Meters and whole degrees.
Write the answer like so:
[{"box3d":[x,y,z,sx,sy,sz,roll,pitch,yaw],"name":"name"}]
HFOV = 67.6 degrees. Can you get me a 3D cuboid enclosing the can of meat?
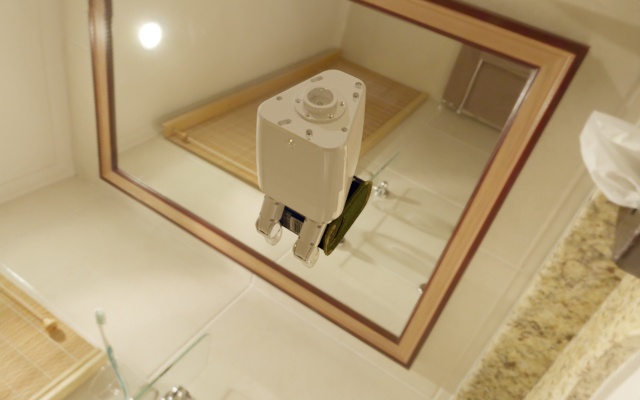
[{"box3d":[0.000,0.002,0.572,0.084,0.102,0.057,29,-31,17],"name":"can of meat"}]
